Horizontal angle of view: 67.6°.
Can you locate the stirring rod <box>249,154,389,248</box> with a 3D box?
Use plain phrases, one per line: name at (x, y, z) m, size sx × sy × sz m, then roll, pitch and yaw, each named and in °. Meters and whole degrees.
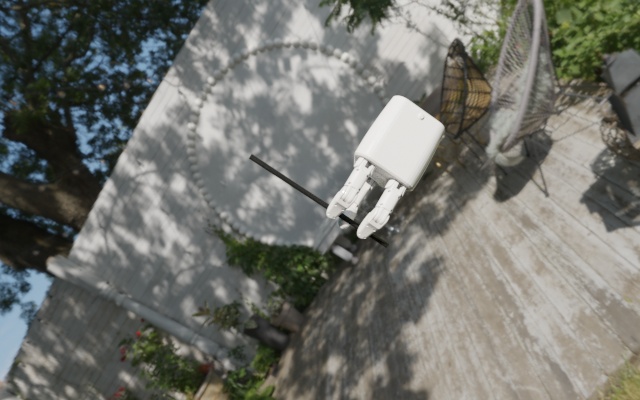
stirring rod at (0.000, 0.002, 0.695) m, size 0.239 × 0.011 × 0.011 m, roll 33°, pitch -6°, yaw -8°
